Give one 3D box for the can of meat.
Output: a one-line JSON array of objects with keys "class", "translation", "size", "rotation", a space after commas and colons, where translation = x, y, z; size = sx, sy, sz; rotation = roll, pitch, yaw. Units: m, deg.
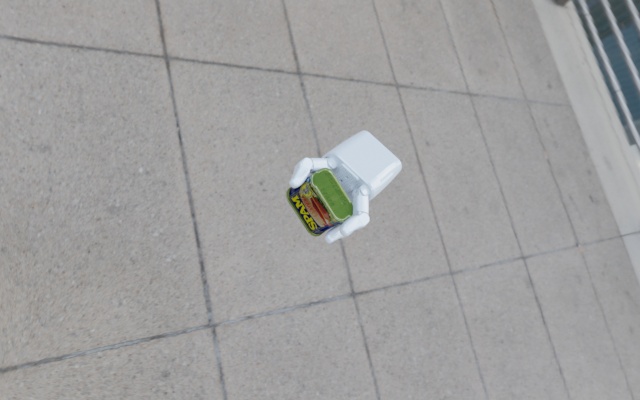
[{"class": "can of meat", "translation": [0.000, 0.003, 0.826], "size": [0.057, 0.102, 0.084], "rotation": [-34, 3, -39]}]
